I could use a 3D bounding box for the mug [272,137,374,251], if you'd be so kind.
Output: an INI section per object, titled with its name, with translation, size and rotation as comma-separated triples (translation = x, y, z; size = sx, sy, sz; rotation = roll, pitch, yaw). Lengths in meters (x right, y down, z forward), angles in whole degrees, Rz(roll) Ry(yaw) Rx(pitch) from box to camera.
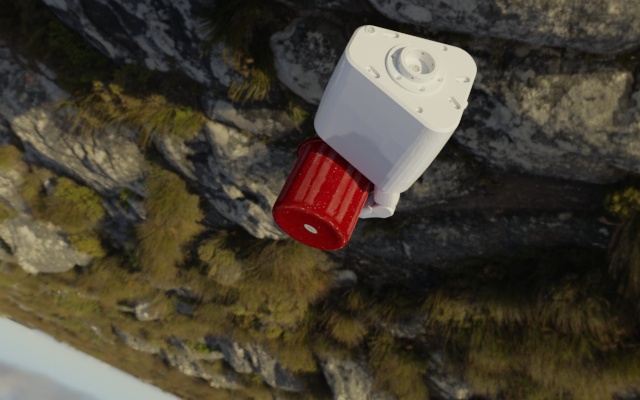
[mug]
translation = 0.000, 0.002, 0.495
size = 0.093, 0.081, 0.117
rotation = 26, -28, -1
